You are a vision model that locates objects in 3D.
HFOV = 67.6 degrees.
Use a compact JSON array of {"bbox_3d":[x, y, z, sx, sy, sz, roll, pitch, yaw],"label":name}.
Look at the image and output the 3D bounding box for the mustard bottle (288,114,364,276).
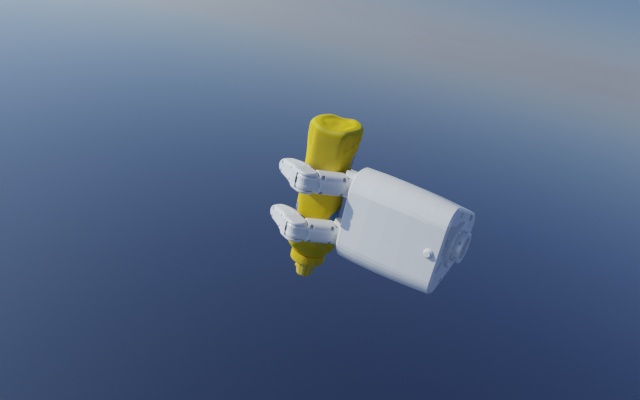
[{"bbox_3d":[0.000,0.001,0.551,0.058,0.192,0.096,14,21,4],"label":"mustard bottle"}]
